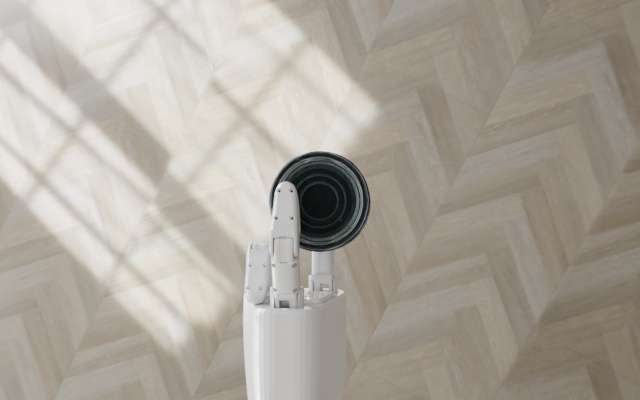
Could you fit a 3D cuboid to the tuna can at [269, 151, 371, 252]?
[{"bbox_3d":[0.000,0.001,0.409,0.086,0.086,0.034,0,-4,5],"label":"tuna can"}]
